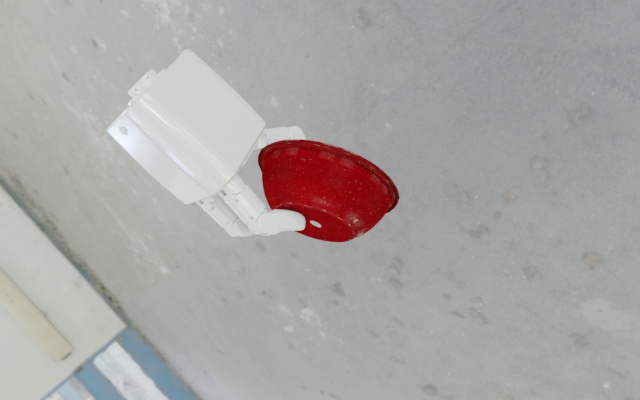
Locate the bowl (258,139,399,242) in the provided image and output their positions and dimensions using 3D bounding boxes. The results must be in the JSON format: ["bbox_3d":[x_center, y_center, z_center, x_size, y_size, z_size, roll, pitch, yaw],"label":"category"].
[{"bbox_3d":[0.001,0.003,0.518,0.162,0.055,0.162,15,-23,7],"label":"bowl"}]
